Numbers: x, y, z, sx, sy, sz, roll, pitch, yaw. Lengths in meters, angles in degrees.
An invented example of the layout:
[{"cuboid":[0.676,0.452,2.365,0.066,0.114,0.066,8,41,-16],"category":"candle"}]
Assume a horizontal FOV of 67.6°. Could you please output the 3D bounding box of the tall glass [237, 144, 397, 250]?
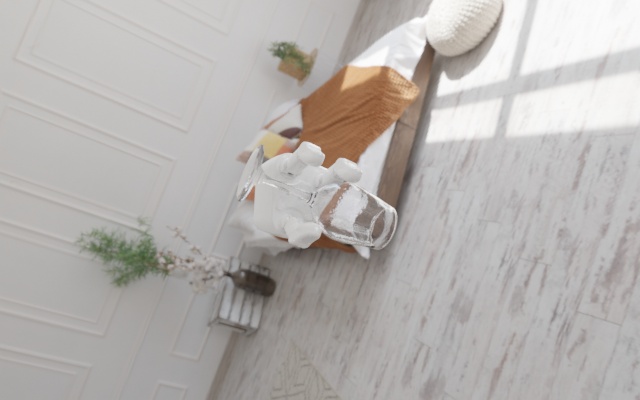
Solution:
[{"cuboid":[0.000,0.002,0.611,0.201,0.079,0.079,23,-9,-21],"category":"tall glass"}]
